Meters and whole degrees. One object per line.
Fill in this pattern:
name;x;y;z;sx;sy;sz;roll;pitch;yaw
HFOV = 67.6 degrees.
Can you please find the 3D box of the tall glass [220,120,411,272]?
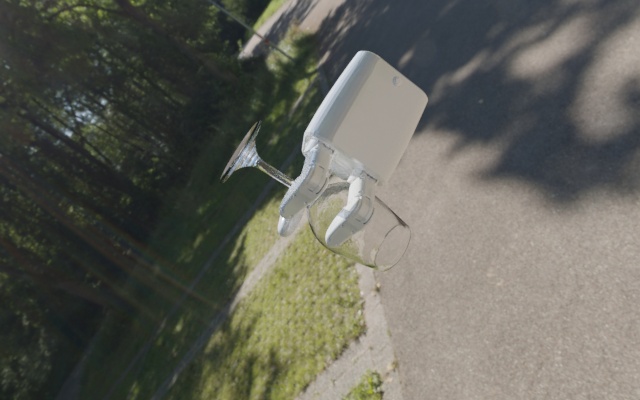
tall glass;-0.001;0.001;0.505;0.201;0.079;0.079;33;-11;-17
